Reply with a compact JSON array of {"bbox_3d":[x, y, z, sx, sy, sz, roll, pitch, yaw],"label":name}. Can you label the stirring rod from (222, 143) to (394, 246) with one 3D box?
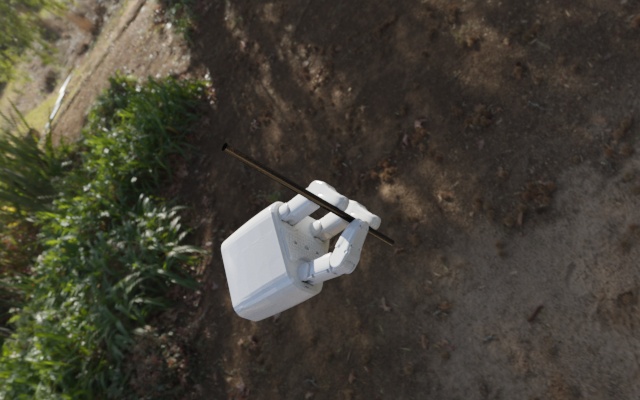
[{"bbox_3d":[0.000,0.002,0.486,0.240,0.011,0.011,30,-19,-37],"label":"stirring rod"}]
